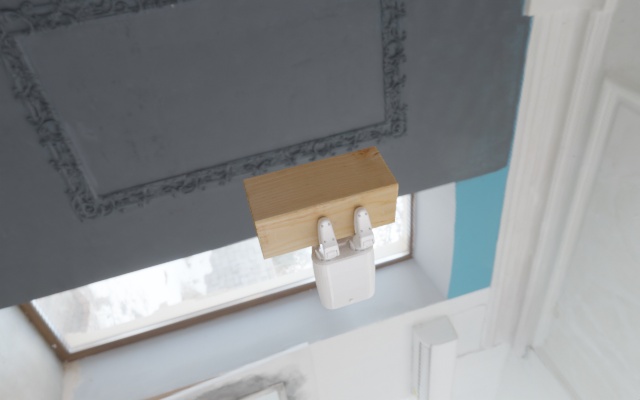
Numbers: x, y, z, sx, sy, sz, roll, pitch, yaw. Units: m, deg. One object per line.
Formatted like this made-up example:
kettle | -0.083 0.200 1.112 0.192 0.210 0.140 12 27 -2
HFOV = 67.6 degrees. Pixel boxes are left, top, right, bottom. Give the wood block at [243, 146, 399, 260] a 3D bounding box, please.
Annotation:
wood block | 0.000 0.002 0.709 0.206 0.090 0.090 -15 47 -9
